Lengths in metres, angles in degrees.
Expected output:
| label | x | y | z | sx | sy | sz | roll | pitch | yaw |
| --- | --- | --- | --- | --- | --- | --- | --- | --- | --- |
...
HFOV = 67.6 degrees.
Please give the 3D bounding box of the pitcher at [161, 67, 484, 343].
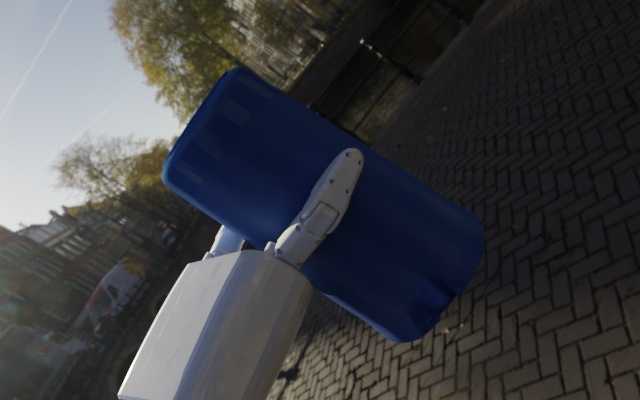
| label | x | y | z | sx | sy | sz | roll | pitch | yaw |
| --- | --- | --- | --- | --- | --- | --- | --- | --- | --- |
| pitcher | 0.000 | 0.001 | 0.404 | 0.243 | 0.145 | 0.149 | 34 | -36 | -15 |
